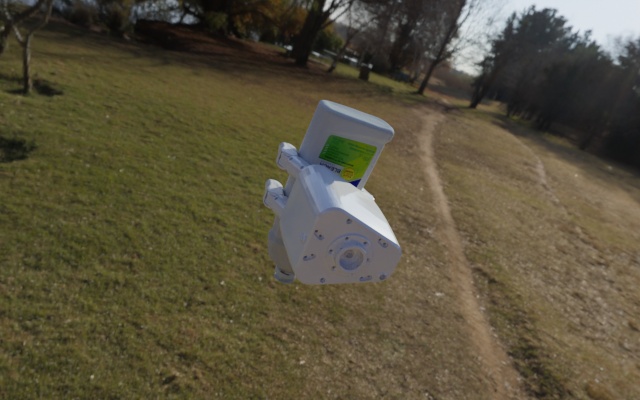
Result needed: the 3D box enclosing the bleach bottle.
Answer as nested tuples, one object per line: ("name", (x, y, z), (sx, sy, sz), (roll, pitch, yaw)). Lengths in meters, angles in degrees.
("bleach bottle", (0.000, 0.002, 0.632), (0.102, 0.251, 0.068), (15, 22, -19))
